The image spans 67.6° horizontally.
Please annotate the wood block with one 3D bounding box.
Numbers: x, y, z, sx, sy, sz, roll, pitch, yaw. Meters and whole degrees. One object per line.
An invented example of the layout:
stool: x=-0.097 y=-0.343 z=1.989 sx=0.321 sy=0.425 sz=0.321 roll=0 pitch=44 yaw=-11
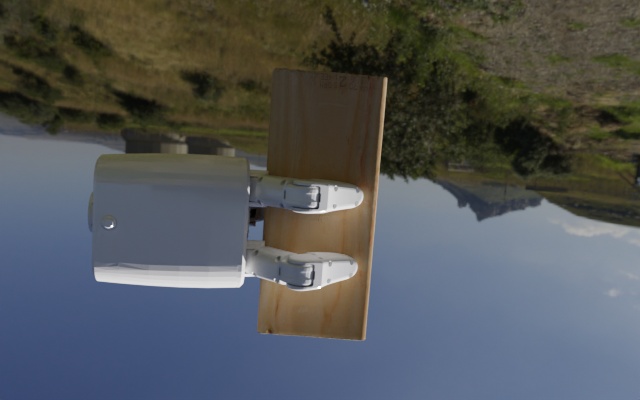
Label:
wood block: x=0.000 y=0.001 z=0.411 sx=0.090 sy=0.206 sz=0.091 roll=4 pitch=6 yaw=-1
